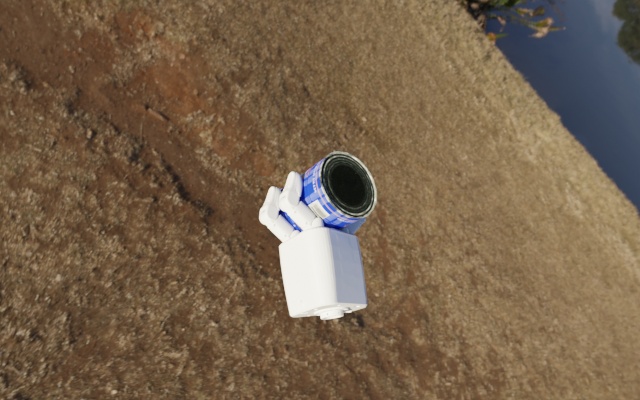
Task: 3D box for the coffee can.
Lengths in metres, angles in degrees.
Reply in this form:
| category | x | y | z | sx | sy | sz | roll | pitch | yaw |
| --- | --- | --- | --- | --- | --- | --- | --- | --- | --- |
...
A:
| category | x | y | z | sx | sy | sz | roll | pitch | yaw |
| --- | --- | --- | --- | --- | --- | --- | --- | --- | --- |
| coffee can | 0.000 | 0.002 | 0.717 | 0.103 | 0.102 | 0.140 | 0 | -21 | -39 |
